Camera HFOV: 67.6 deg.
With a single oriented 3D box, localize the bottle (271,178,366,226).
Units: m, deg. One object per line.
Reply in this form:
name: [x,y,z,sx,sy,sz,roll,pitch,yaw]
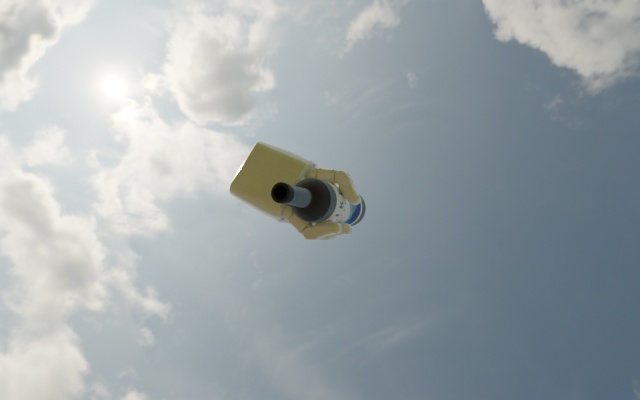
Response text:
bottle: [0.000,0.002,0.748,0.069,0.069,0.296,0,-5,21]
